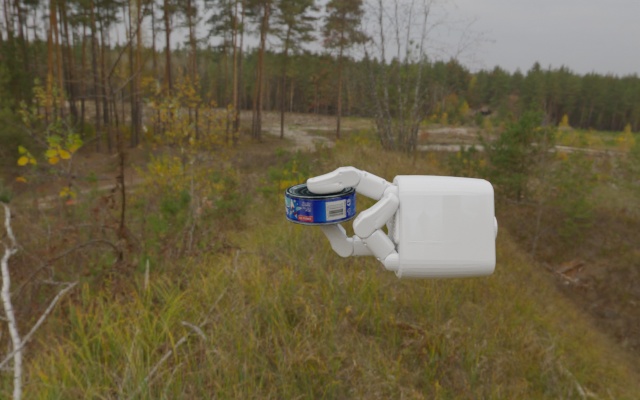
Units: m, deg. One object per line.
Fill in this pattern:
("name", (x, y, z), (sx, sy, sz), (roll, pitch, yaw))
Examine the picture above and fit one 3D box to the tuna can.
("tuna can", (0.000, 0.001, 0.573), (0.086, 0.034, 0.086), (-2, 15, 1))
